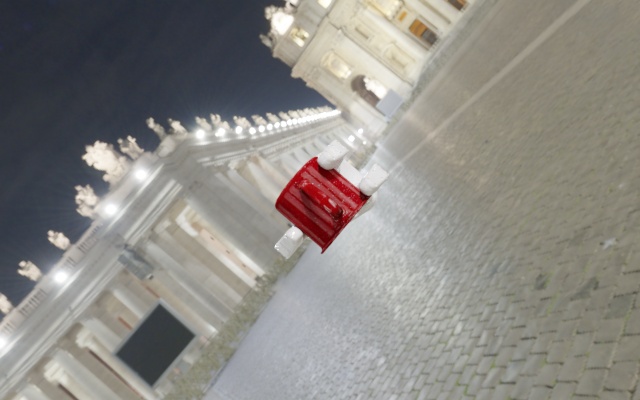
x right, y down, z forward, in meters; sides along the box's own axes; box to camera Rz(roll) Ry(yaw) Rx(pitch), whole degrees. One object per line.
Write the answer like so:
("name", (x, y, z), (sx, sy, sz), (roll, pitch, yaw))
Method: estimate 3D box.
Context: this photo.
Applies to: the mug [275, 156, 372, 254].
("mug", (0.000, 0.002, 0.553), (0.081, 0.093, 0.117), (40, 0, 4))
